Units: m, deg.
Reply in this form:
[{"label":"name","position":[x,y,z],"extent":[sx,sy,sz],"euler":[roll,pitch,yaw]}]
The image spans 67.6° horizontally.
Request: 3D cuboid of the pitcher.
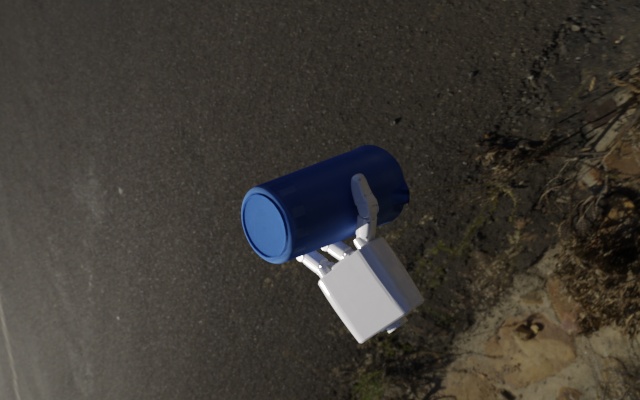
[{"label":"pitcher","position":[0.000,0.002,0.710],"extent":[0.243,0.145,0.149],"euler":[-20,-18,-43]}]
